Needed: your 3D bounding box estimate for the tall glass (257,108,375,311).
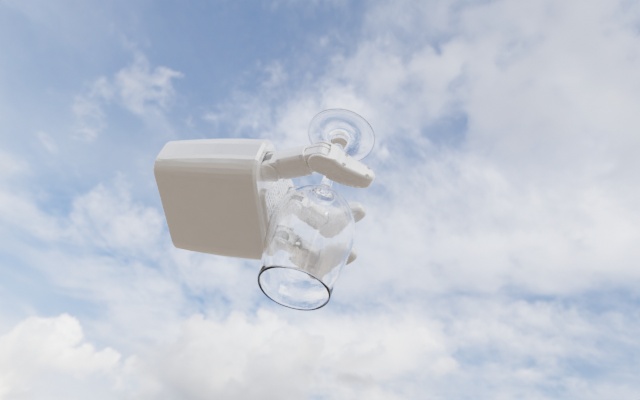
[{"bbox_3d":[0.000,0.001,0.451,0.079,0.201,0.079,9,-43,9],"label":"tall glass"}]
